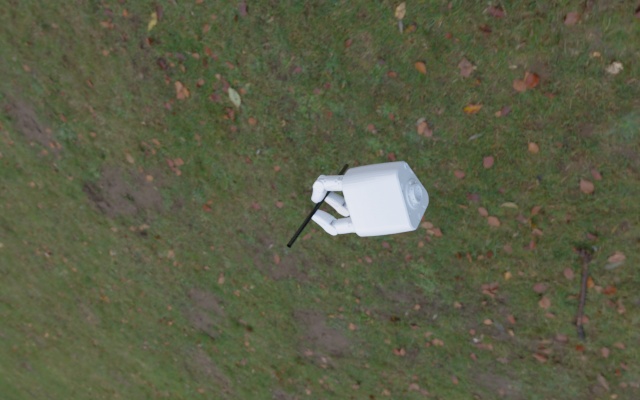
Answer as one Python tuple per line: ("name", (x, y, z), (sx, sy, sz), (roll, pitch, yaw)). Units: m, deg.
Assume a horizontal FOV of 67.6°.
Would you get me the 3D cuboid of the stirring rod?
("stirring rod", (0.000, 0.003, 0.871), (0.011, 0.011, 0.239), (0, 37, 33))
